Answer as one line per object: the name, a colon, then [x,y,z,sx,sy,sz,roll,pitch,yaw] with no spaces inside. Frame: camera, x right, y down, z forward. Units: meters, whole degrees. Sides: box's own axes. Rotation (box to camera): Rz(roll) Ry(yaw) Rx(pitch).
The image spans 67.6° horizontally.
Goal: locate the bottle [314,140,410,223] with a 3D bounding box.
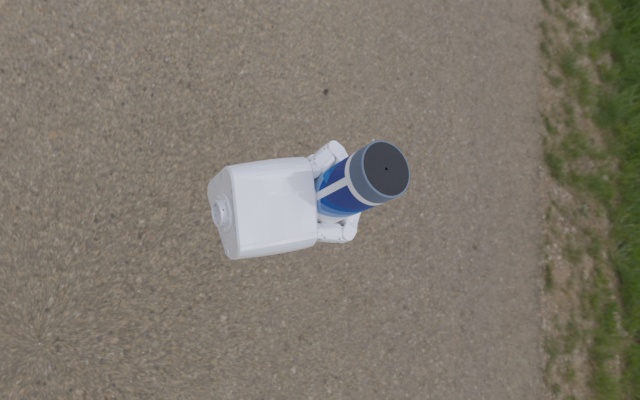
bottle: [0.000,0.002,0.643,0.069,0.069,0.296,0,-15,-30]
